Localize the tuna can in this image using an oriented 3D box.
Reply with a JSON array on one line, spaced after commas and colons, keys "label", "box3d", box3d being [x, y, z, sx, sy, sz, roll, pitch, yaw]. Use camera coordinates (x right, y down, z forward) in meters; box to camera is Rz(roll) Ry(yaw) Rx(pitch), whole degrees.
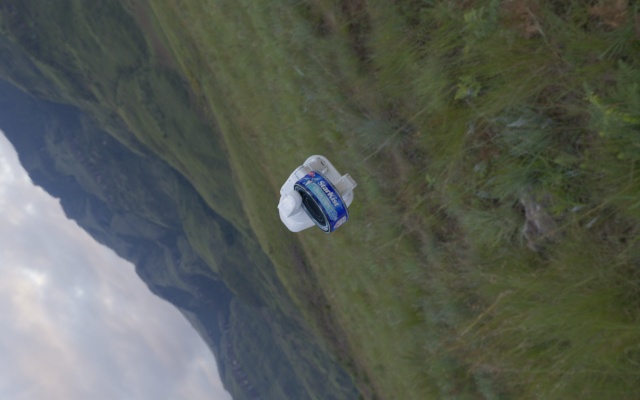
[{"label": "tuna can", "box3d": [0.000, 0.002, 0.659, 0.033, 0.086, 0.086, -36, 11, -15]}]
